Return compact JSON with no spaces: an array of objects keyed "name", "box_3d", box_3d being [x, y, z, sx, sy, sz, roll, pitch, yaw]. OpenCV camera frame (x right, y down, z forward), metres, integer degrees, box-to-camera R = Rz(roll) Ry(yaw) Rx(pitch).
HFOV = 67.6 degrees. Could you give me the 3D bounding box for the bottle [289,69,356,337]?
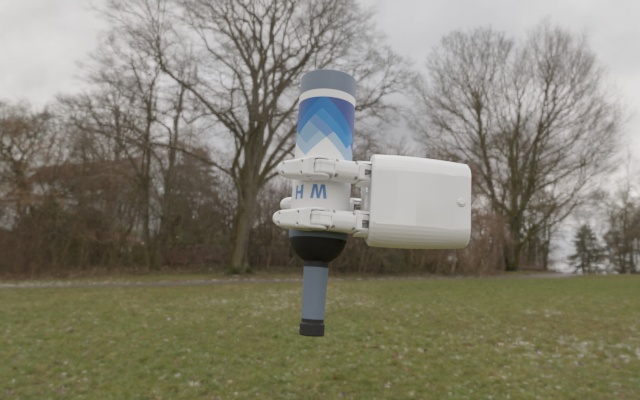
[{"name":"bottle","box_3d":[0.000,0.002,0.544,0.069,0.295,0.069,4,-11,1]}]
